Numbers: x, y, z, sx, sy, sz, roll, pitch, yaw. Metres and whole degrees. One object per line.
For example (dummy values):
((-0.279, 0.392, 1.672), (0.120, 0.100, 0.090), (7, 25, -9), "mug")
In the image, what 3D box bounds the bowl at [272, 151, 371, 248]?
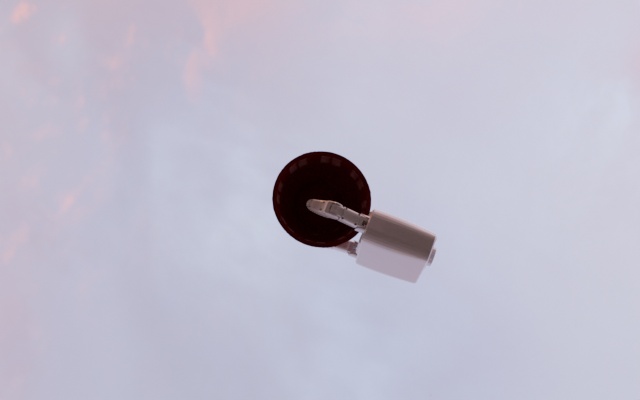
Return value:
((-0.001, 0.002, 0.793), (0.162, 0.162, 0.055), (0, -14, -7), "bowl")
